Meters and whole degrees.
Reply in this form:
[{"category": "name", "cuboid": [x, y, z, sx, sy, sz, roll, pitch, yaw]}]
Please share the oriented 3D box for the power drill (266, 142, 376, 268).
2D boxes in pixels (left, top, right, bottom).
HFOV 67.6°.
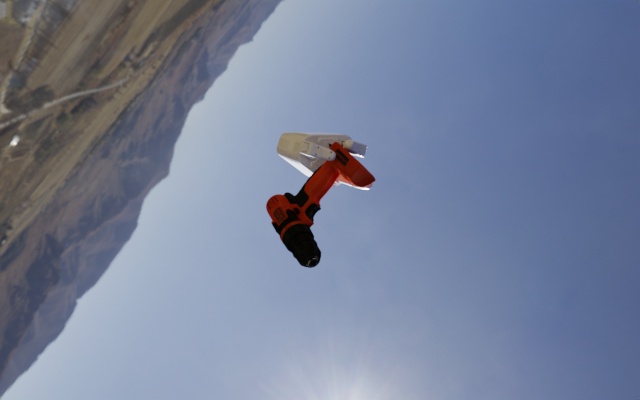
[{"category": "power drill", "cuboid": [0.000, 0.002, 0.805, 0.057, 0.187, 0.184, 42, 7, -42]}]
